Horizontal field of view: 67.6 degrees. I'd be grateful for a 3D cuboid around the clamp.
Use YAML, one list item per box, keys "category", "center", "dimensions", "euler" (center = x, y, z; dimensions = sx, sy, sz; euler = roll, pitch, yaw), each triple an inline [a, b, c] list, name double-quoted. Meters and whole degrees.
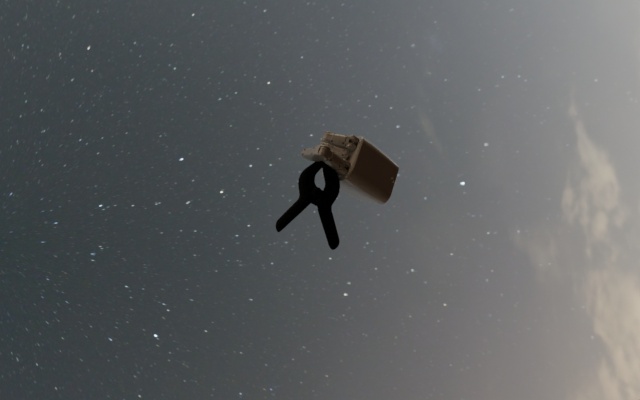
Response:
- category: "clamp"
  center: [0.000, 0.003, 0.861]
  dimensions: [0.120, 0.171, 0.039]
  euler: [31, -21, -22]
